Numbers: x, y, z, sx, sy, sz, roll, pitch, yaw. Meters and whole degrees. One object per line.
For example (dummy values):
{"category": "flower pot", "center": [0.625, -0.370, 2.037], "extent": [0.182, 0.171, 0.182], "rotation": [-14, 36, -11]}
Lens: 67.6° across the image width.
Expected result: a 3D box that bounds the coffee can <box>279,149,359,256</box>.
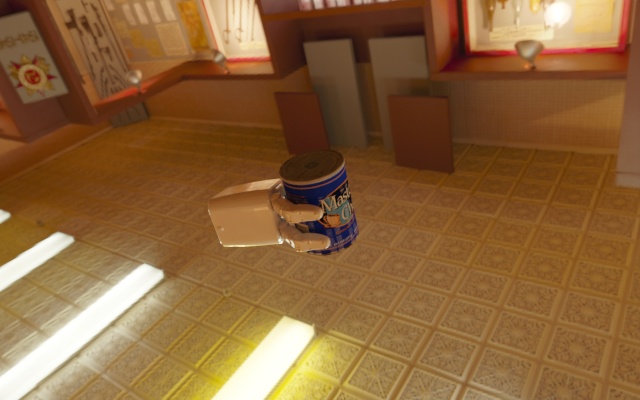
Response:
{"category": "coffee can", "center": [0.000, 0.002, 0.770], "extent": [0.103, 0.140, 0.102], "rotation": [-10, 31, 6]}
